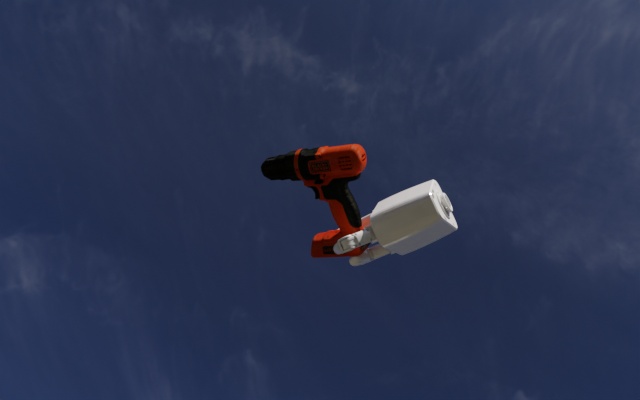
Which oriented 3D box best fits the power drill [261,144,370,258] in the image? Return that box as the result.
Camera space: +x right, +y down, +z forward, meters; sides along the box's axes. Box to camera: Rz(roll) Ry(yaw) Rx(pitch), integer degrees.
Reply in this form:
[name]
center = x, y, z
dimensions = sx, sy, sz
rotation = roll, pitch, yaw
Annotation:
[power drill]
center = 0.001, 0.003, 0.796
dimensions = 0.184, 0.188, 0.057
rotation = -4, 22, 27
